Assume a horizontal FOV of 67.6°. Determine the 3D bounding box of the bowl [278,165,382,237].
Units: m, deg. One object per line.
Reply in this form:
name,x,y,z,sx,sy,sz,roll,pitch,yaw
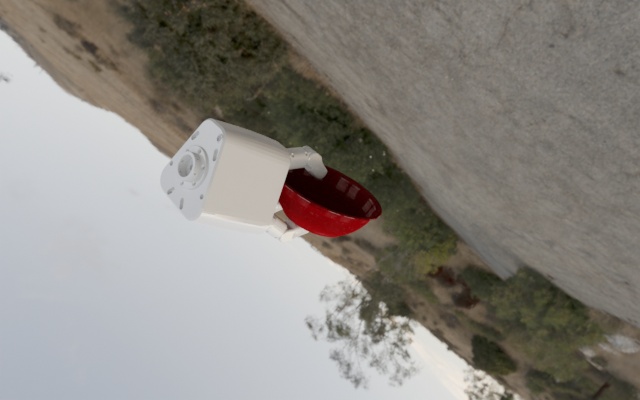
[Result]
bowl,0.001,0.003,0.654,0.162,0.055,0.162,21,22,-9
